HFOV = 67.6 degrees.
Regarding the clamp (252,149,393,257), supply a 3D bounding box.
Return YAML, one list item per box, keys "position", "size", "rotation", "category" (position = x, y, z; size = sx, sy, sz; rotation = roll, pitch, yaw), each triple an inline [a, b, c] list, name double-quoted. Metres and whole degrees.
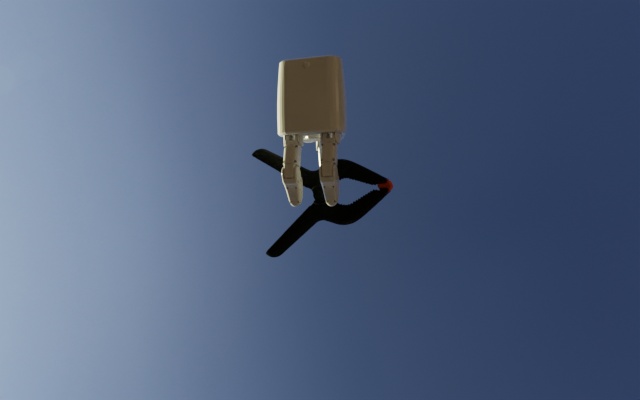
- position: [0.001, 0.002, 0.699]
  size: [0.210, 0.164, 0.036]
  rotation: [-1, 3, 16]
  category: "clamp"
